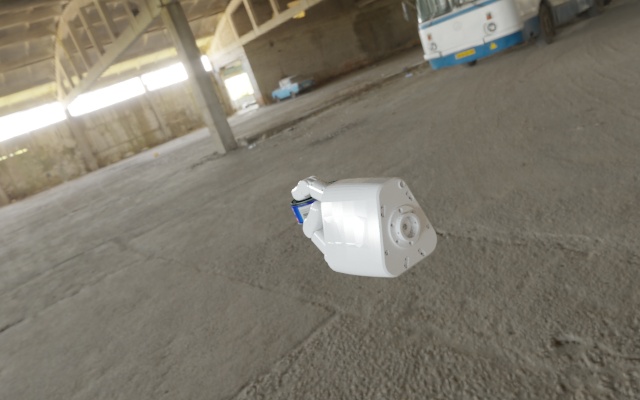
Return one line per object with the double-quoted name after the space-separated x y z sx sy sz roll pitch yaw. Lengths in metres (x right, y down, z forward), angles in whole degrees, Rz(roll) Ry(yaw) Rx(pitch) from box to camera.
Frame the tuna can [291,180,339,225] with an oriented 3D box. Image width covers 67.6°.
0.000 0.002 0.700 0.086 0.034 0.086 -23 10 5 "tuna can"
